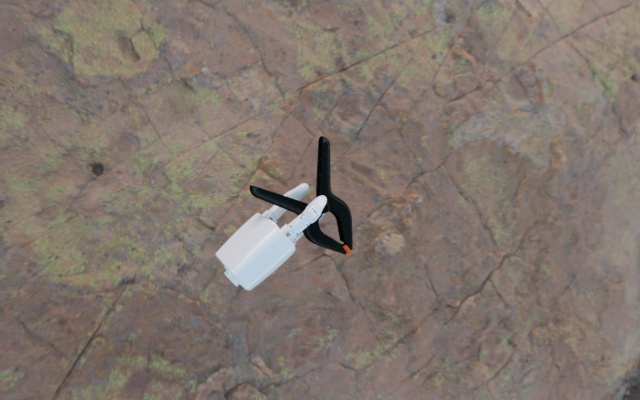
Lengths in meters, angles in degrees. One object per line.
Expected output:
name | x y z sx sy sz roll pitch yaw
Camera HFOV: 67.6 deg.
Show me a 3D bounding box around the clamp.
clamp | 0.001 0.003 0.846 0.164 0.210 0.036 -43 14 -10
